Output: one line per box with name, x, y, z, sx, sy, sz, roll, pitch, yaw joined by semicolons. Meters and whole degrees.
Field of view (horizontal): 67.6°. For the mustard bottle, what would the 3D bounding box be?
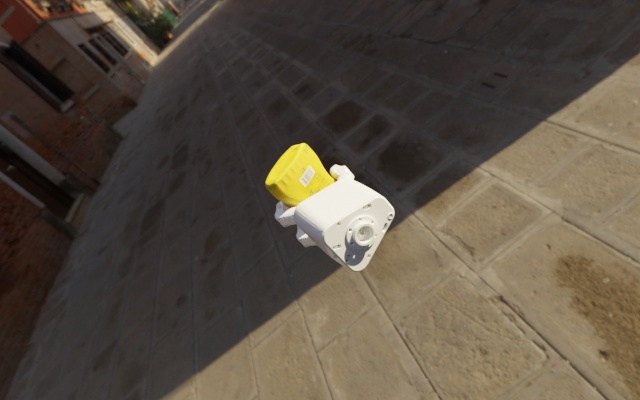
mustard bottle;0.000;0.002;0.797;0.058;0.096;0.192;-7;-46;49
